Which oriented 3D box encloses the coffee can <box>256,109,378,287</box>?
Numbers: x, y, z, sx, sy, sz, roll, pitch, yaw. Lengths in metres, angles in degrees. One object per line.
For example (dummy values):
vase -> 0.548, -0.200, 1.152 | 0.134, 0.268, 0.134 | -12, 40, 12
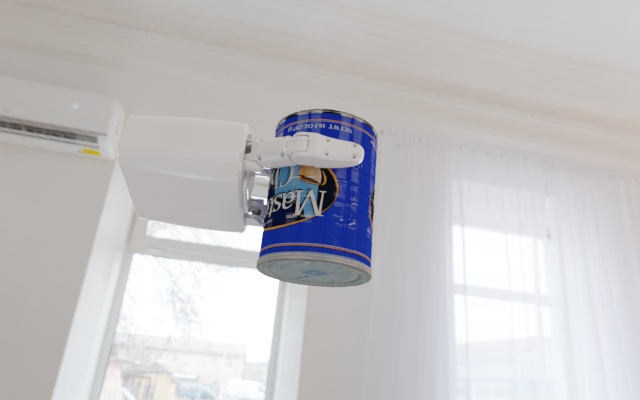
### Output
coffee can -> 0.000, 0.002, 0.448 | 0.103, 0.140, 0.103 | 5, -21, 2
